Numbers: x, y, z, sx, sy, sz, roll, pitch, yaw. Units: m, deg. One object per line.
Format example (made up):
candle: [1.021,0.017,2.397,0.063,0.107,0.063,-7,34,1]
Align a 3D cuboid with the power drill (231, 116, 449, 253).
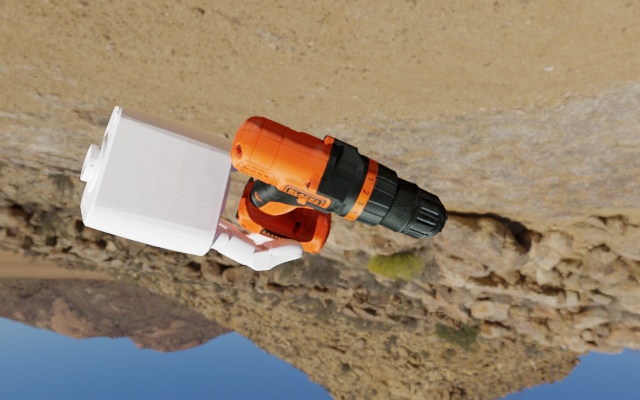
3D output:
power drill: [0.000,0.002,0.446,0.184,0.057,0.188,24,-22,-9]
